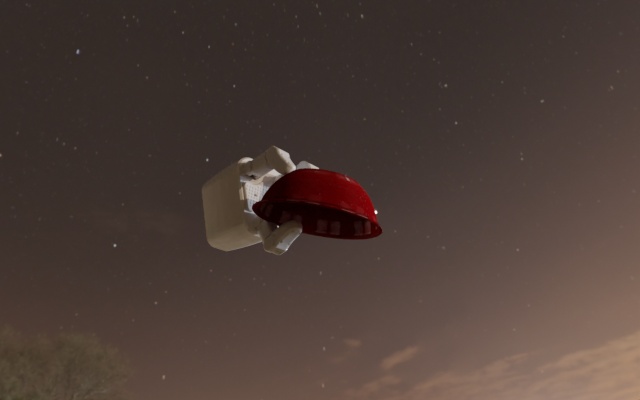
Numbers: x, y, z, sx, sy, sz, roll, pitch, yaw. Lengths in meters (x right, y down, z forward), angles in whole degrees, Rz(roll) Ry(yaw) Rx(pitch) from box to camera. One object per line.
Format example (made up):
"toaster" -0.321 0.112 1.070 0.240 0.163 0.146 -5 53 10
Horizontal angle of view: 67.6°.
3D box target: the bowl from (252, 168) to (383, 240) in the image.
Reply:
"bowl" 0.001 0.002 0.590 0.162 0.055 0.162 10 -16 3
